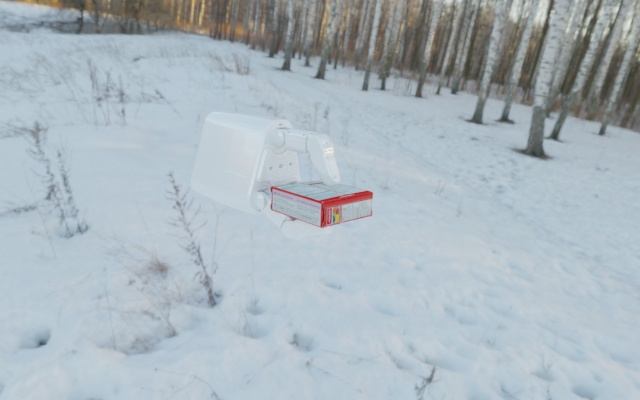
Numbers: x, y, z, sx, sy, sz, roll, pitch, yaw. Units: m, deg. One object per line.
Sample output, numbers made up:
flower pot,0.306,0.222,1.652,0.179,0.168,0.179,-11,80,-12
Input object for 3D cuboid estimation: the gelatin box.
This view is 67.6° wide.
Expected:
gelatin box,0.000,0.001,0.514,0.073,0.030,0.089,-11,18,-41
